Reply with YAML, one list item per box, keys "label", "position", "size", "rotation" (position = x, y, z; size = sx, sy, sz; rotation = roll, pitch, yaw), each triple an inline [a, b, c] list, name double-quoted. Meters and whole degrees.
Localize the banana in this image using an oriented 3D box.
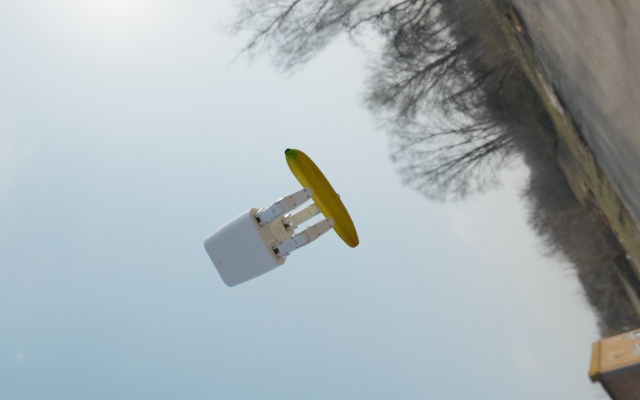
- label: "banana"
  position: [-0.001, -0.010, 0.734]
  size: [0.037, 0.198, 0.069]
  rotation: [-29, 26, 18]
